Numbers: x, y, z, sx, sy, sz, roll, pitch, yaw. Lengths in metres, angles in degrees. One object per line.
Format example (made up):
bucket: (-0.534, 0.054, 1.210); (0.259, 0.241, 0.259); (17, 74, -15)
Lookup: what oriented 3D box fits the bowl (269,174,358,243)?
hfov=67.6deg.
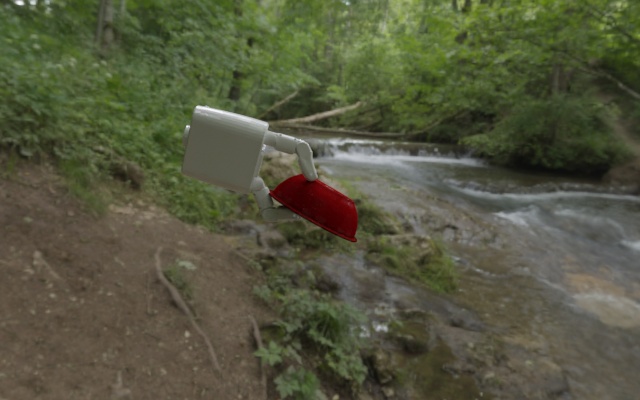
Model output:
bowl: (0.001, 0.003, 0.750); (0.162, 0.055, 0.162); (30, 3, -2)
